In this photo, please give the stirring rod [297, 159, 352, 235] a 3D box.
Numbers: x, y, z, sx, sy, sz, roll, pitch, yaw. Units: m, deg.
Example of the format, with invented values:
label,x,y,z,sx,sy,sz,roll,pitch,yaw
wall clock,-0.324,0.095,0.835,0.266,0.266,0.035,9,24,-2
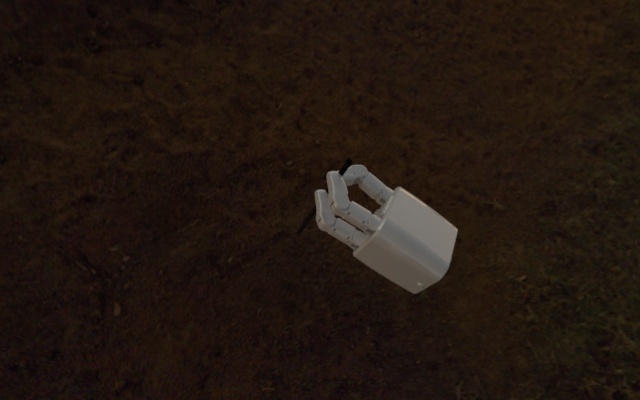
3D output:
label,x,y,z,sx,sy,sz,roll,pitch,yaw
stirring rod,0.000,0.002,0.712,0.011,0.011,0.240,0,-26,-20
